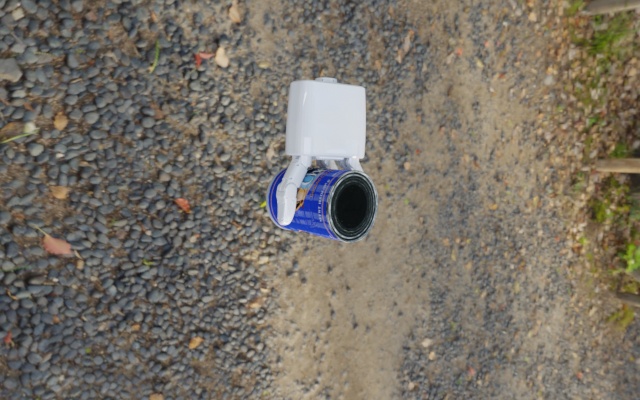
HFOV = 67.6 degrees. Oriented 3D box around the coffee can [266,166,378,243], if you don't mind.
[{"bbox_3d":[0.000,0.003,0.715,0.103,0.103,0.140,0,5,-42],"label":"coffee can"}]
